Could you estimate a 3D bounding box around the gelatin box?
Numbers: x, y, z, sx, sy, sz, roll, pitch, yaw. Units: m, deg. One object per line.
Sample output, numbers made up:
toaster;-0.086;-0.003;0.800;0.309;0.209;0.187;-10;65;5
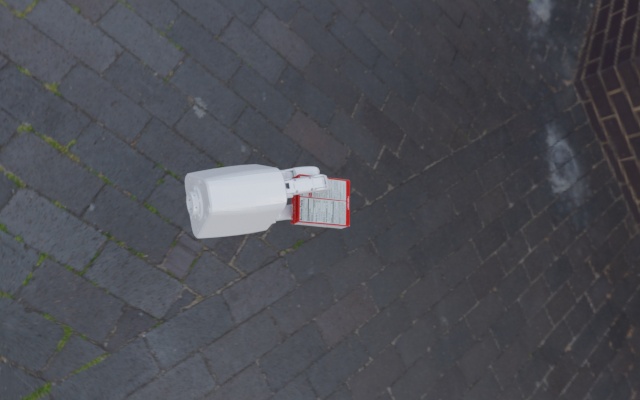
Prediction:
gelatin box;0.001;0.002;0.723;0.089;0.073;0.030;6;-13;-23
